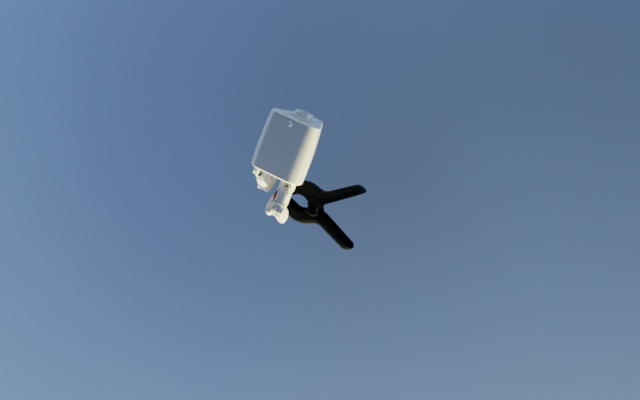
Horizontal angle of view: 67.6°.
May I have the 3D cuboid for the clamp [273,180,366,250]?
[{"bbox_3d":[0.000,0.003,0.850,0.171,0.120,0.039,26,18,14],"label":"clamp"}]
